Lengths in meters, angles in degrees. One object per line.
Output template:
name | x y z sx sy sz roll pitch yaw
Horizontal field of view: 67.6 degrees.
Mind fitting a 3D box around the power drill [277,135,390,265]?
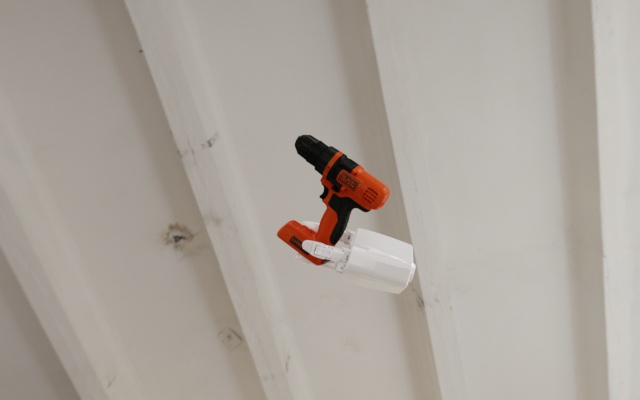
power drill | 0.000 0.003 0.821 0.184 0.188 0.057 37 24 12
